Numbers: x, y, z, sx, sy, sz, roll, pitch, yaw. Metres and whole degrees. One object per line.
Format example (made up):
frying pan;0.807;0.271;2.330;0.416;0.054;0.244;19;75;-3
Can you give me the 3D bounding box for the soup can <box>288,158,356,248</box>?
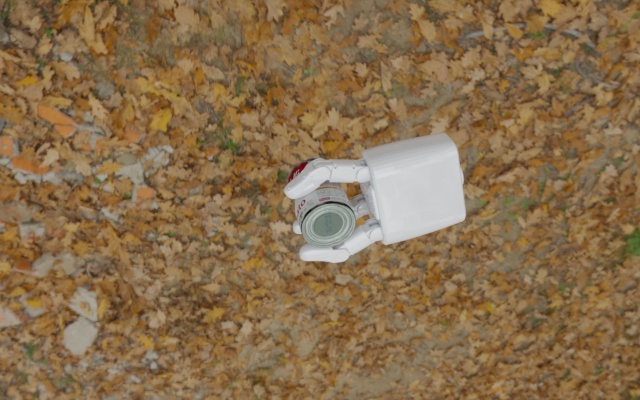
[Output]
soup can;0.000;0.002;0.590;0.068;0.068;0.102;0;34;-14
